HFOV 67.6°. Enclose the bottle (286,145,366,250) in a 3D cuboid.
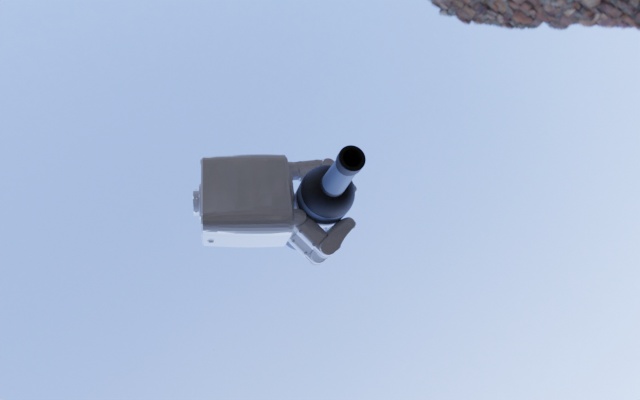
[{"bbox_3d":[0.000,0.002,0.596,0.069,0.069,0.296,0,-17,-13],"label":"bottle"}]
